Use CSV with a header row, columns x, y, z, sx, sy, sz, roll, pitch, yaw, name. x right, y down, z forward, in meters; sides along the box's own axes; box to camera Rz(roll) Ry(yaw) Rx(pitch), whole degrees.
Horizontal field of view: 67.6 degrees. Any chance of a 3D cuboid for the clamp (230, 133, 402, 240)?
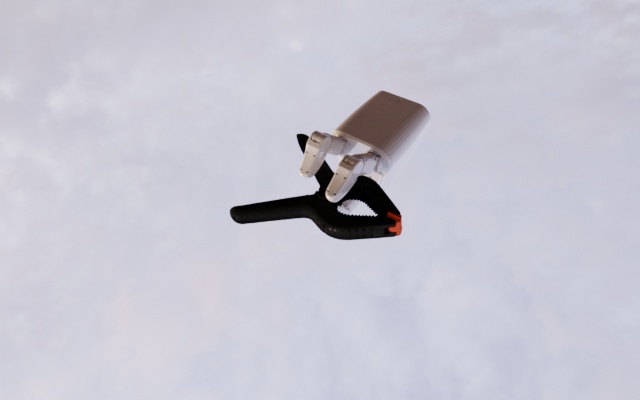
x,y,z,sx,sy,sz,roll,pitch,yaw,name
0.001,0.003,0.597,0.210,0.164,0.036,28,-28,30,clamp
